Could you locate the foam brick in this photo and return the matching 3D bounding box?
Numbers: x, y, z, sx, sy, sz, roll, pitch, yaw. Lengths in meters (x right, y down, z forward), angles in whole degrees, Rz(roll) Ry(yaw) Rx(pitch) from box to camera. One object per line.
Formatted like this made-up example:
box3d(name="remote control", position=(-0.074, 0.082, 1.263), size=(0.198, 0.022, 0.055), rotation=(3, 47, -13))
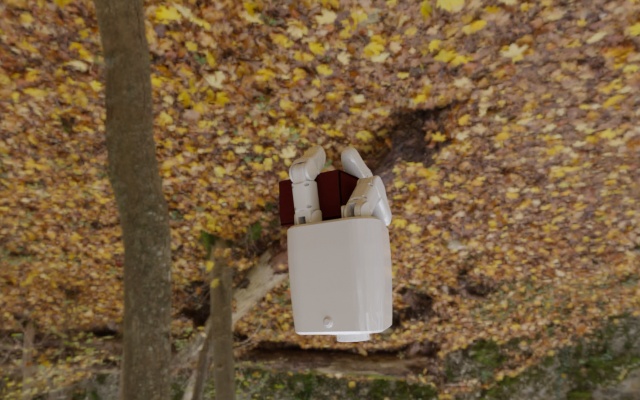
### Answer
box3d(name="foam brick", position=(0.000, 0.002, 0.521), size=(0.078, 0.051, 0.053), rotation=(-10, -13, 29))
